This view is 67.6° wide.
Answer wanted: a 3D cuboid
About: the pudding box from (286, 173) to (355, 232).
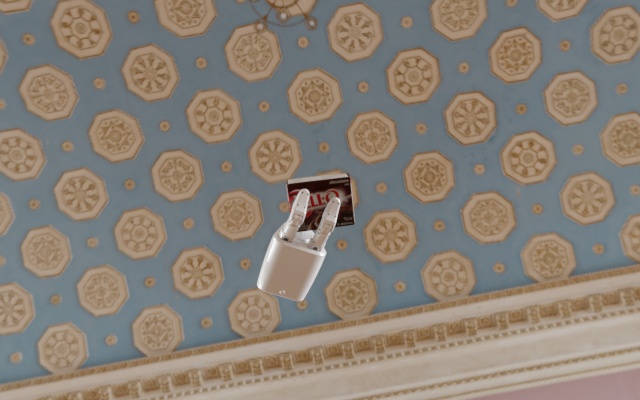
[{"bbox_3d":[0.000,0.003,0.838,0.113,0.090,0.039,-8,19,-3],"label":"pudding box"}]
